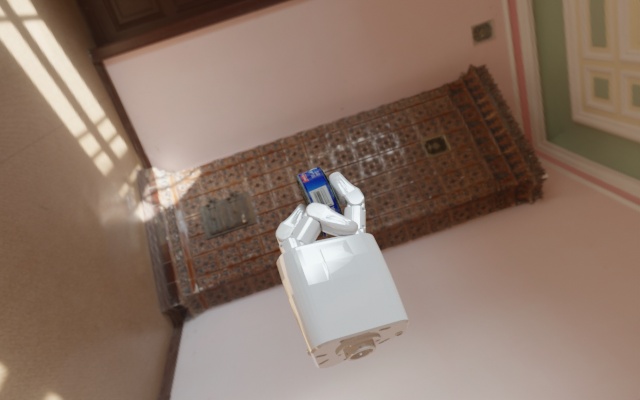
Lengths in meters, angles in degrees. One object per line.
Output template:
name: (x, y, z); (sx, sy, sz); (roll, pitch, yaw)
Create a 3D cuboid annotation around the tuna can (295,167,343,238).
tuna can: (0.001, 0.002, 0.602); (0.034, 0.086, 0.086); (-23, 2, -4)
